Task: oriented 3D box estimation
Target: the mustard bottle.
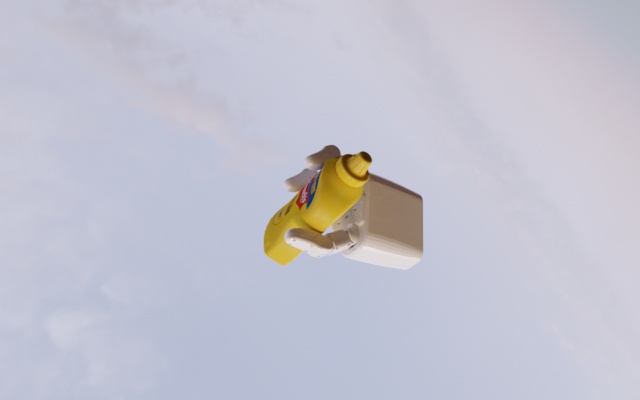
[{"bbox_3d":[0.000,0.002,0.599,0.058,0.096,0.192,36,-49,-12],"label":"mustard bottle"}]
